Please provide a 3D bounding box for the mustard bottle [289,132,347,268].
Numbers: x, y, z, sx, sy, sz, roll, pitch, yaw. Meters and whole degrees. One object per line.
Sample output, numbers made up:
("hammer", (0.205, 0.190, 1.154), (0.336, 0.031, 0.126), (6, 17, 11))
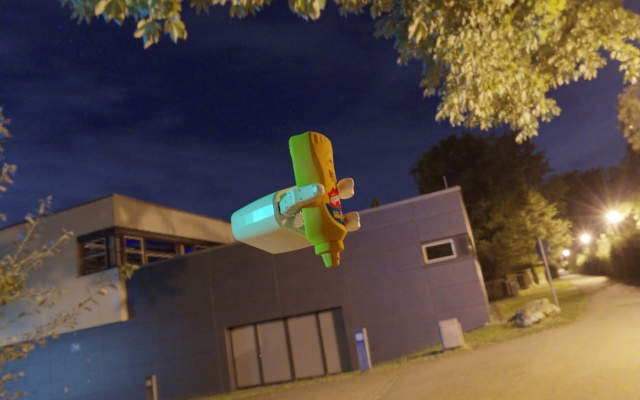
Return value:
("mustard bottle", (0.000, 0.002, 0.700), (0.058, 0.191, 0.096), (-13, -14, 14))
